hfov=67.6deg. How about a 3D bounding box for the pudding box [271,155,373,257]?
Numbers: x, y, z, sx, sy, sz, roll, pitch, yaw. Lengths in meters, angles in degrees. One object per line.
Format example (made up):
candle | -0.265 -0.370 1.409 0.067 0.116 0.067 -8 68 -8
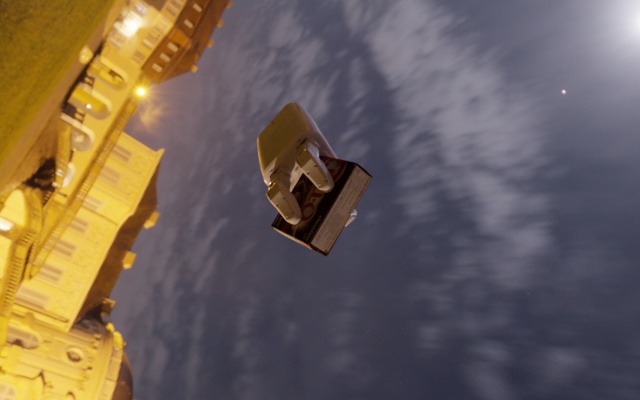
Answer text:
pudding box | 0.000 0.002 0.582 0.039 0.113 0.090 33 -8 -34
